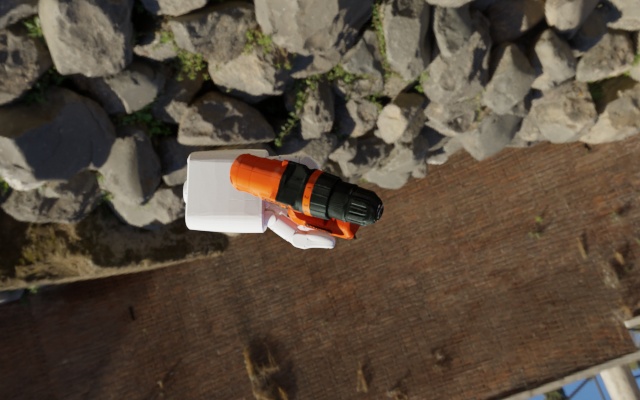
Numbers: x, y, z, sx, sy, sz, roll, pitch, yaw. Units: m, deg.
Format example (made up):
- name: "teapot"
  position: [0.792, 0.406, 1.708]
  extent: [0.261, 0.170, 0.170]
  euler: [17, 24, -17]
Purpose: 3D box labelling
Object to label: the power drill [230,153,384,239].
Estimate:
- name: "power drill"
  position: [0.000, 0.002, 0.600]
  extent: [0.184, 0.057, 0.188]
  euler: [19, -9, 19]
